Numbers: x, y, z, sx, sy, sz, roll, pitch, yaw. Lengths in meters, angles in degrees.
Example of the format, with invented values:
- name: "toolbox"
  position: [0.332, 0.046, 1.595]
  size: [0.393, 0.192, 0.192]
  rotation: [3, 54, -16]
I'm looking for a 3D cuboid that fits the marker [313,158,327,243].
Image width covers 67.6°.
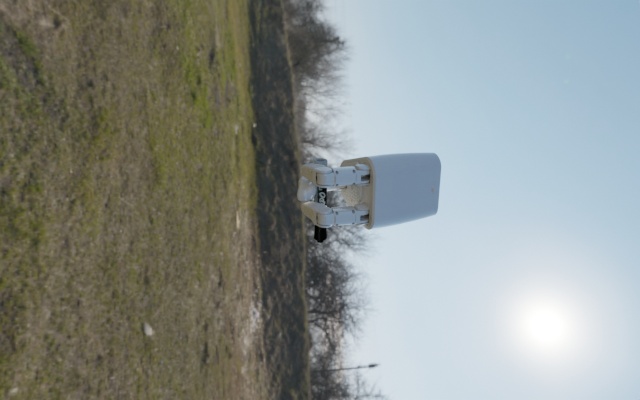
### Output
- name: "marker"
  position: [0.000, 0.002, 0.659]
  size: [0.020, 0.121, 0.020]
  rotation: [0, 20, 0]
